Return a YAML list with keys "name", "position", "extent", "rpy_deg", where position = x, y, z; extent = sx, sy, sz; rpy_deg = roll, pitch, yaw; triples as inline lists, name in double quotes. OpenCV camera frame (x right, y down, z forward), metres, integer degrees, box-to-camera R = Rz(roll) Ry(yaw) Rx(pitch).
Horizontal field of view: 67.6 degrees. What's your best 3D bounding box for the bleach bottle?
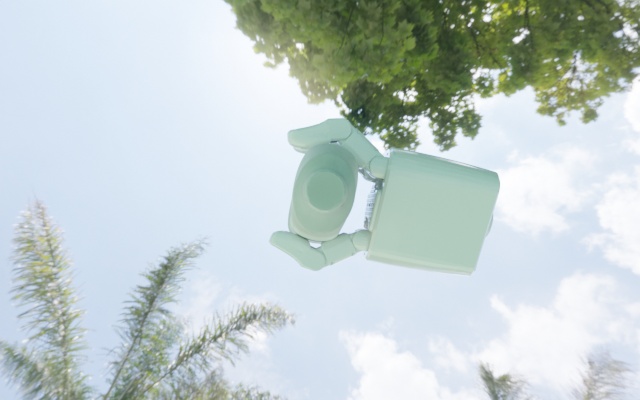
- name: "bleach bottle"
  position: [0.000, 0.001, 0.473]
  extent: [0.068, 0.102, 0.251]
  rpy_deg: [12, 0, -1]
